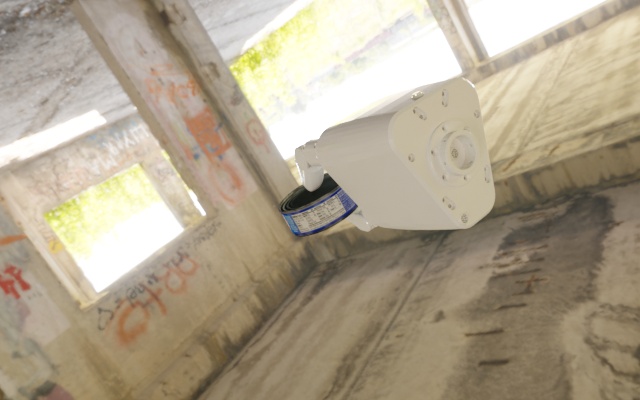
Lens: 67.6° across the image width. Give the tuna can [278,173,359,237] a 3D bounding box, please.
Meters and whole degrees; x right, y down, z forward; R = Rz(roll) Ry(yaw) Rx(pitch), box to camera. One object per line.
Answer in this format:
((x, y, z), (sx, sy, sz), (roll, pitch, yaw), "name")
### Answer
((0.000, 0.002, 0.508), (0.086, 0.034, 0.086), (-26, 17, 9), "tuna can")
